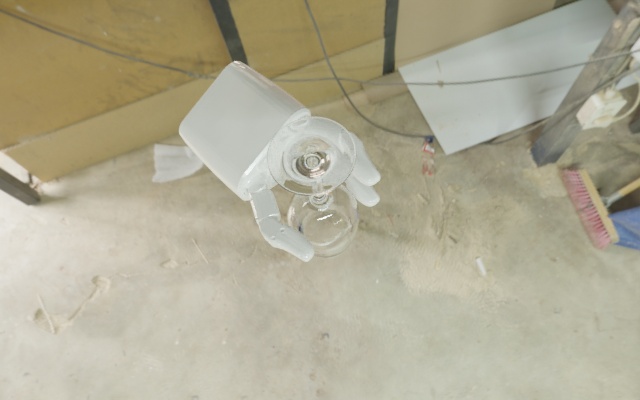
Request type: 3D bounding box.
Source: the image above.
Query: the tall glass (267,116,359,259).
[{"bbox_3d":[0.000,0.001,0.482,0.079,0.079,0.201,0,-24,5],"label":"tall glass"}]
